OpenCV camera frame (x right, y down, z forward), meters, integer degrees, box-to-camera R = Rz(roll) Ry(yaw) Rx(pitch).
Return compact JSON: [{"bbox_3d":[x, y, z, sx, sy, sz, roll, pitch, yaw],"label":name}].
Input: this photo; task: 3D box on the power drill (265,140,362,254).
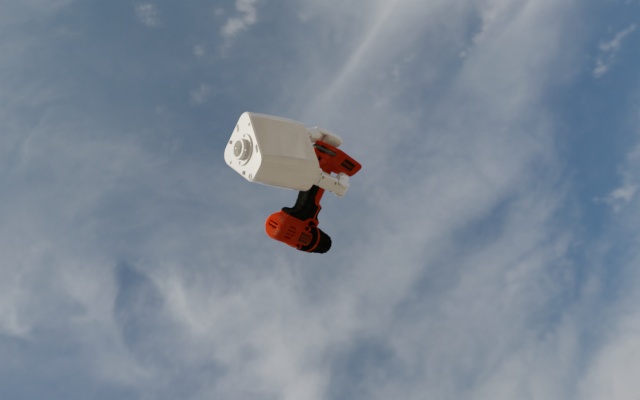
[{"bbox_3d":[0.000,0.002,0.840,0.057,0.187,0.184,26,-1,31],"label":"power drill"}]
